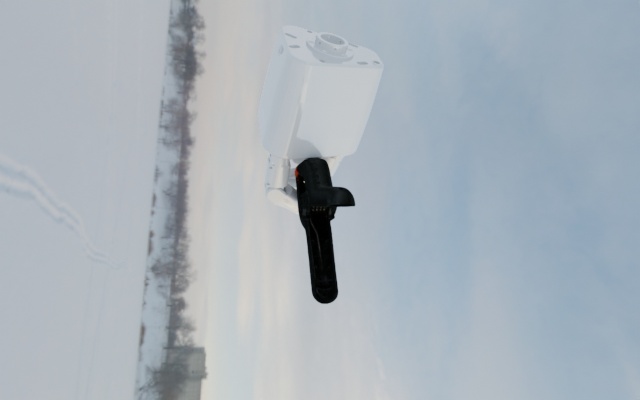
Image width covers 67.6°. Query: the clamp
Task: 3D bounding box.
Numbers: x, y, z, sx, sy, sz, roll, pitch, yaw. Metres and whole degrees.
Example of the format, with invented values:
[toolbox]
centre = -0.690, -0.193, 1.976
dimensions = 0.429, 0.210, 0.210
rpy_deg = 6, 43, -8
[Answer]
[clamp]
centre = 0.001, 0.002, 0.475
dimensions = 0.039, 0.120, 0.171
rpy_deg = 4, 39, -18
